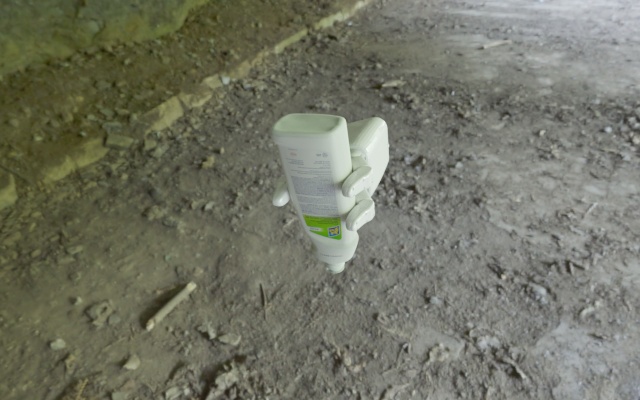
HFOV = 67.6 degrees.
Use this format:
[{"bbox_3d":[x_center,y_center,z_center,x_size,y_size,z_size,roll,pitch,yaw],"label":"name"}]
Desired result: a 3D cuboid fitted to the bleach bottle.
[{"bbox_3d":[0.000,0.002,0.694,0.102,0.251,0.068,7,36,22],"label":"bleach bottle"}]
